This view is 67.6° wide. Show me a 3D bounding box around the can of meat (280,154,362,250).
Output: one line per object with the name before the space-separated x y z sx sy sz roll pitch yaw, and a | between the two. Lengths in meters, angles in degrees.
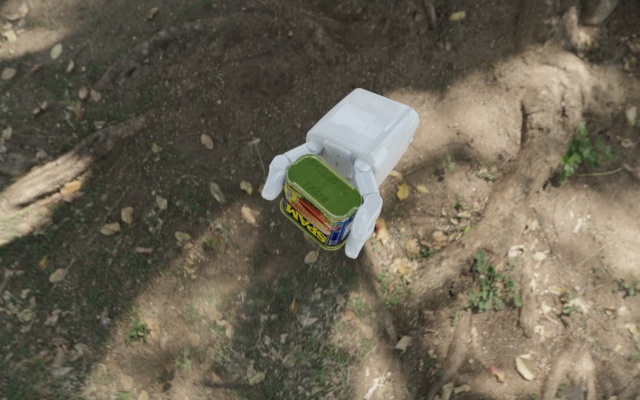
can of meat | 0.000 0.002 0.592 0.057 0.102 0.084 -43 -16 -25
